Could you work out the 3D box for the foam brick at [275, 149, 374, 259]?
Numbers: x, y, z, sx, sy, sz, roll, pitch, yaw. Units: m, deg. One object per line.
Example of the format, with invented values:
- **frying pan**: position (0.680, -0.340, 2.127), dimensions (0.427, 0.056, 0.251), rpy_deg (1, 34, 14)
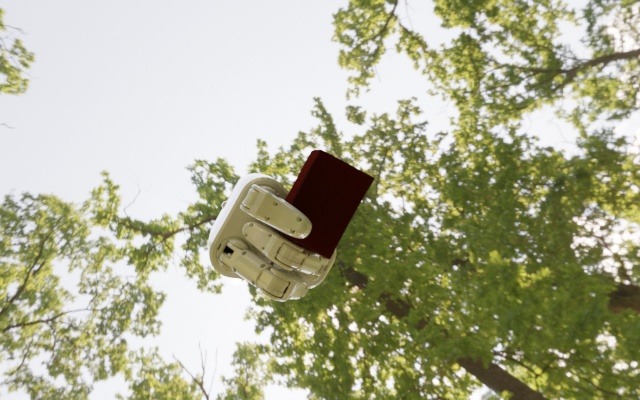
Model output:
- **foam brick**: position (0.000, 0.001, 0.409), dimensions (0.053, 0.078, 0.051), rpy_deg (29, 0, -10)
